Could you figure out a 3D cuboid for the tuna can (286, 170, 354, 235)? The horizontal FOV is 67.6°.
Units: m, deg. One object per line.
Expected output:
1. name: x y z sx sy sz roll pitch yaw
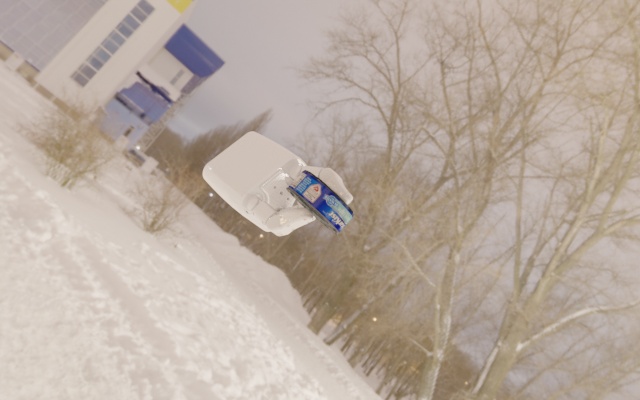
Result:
1. tuna can: 0.001 0.002 0.589 0.086 0.034 0.086 42 -5 5
